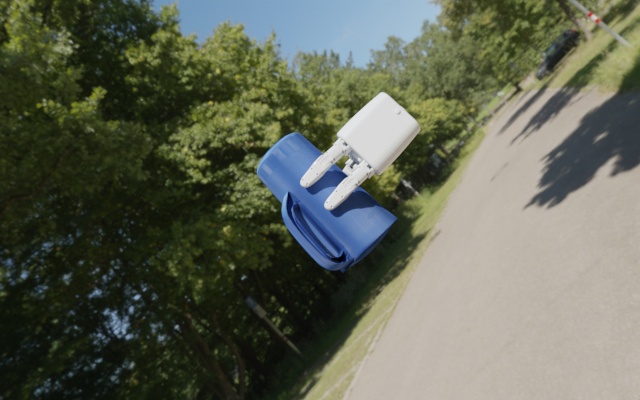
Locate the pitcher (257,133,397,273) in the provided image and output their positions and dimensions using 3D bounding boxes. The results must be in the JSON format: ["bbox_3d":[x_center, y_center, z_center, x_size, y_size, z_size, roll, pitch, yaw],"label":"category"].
[{"bbox_3d":[0.000,0.003,0.829,0.243,0.145,0.149,44,0,8],"label":"pitcher"}]
